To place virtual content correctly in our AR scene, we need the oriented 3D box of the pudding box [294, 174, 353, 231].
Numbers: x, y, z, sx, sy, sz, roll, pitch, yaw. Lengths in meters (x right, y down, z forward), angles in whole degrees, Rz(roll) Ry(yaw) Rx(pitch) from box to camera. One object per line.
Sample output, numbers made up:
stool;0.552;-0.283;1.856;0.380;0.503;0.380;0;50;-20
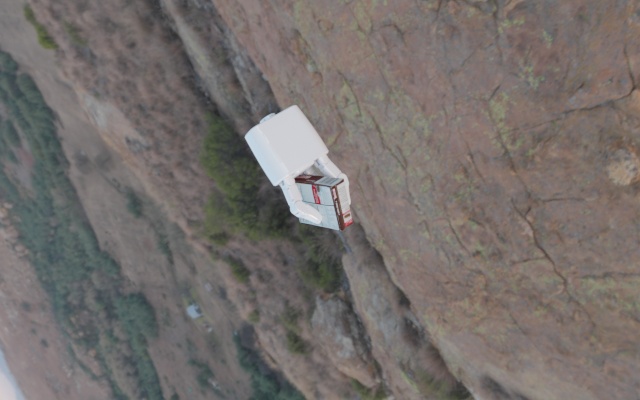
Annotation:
pudding box;0.000;0.003;0.872;0.039;0.090;0.113;-31;27;-36
